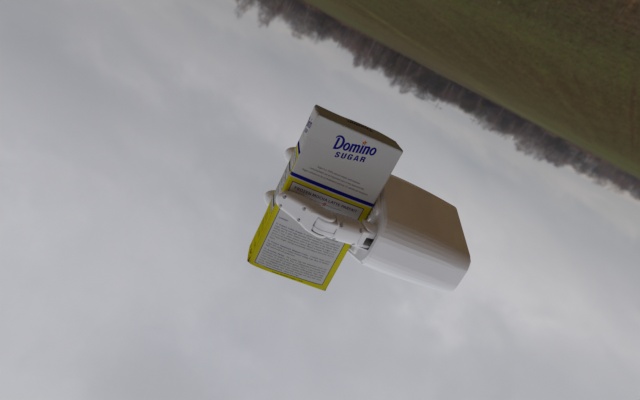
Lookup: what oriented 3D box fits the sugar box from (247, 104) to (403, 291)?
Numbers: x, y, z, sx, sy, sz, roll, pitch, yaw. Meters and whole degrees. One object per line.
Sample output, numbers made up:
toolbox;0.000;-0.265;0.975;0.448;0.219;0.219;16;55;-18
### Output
sugar box;0.000;0.002;0.490;0.093;0.176;0.048;22;20;-15
